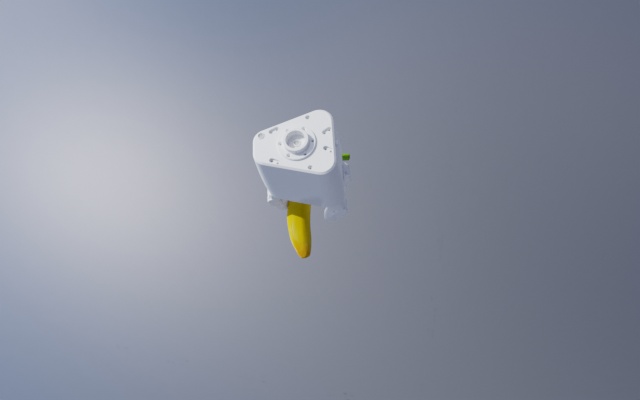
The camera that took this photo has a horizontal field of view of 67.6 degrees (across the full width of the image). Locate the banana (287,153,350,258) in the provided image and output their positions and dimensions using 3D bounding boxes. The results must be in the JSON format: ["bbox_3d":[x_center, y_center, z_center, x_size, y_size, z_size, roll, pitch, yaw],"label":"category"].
[{"bbox_3d":[-0.016,-0.007,0.768,0.069,0.197,0.037,20,-19,8],"label":"banana"}]
